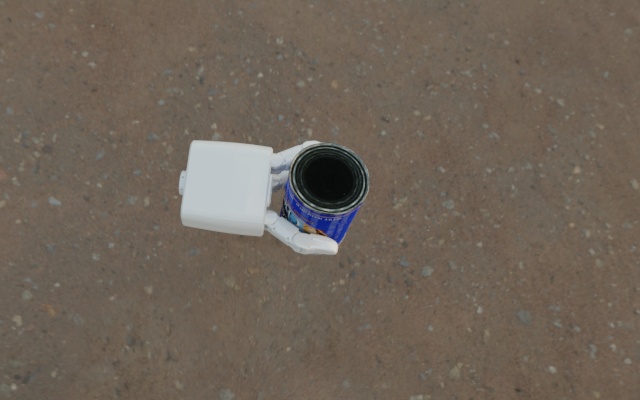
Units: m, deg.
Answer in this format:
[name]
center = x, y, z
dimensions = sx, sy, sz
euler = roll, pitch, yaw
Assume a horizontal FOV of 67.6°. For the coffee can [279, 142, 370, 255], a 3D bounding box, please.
[coffee can]
center = 0.000, 0.002, 0.649
dimensions = 0.103, 0.102, 0.140
euler = 0, -26, -11
